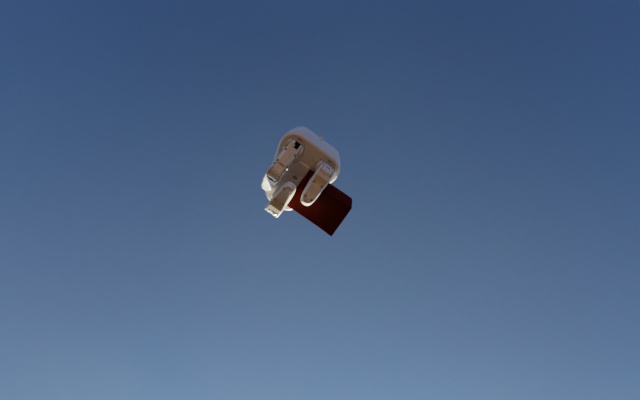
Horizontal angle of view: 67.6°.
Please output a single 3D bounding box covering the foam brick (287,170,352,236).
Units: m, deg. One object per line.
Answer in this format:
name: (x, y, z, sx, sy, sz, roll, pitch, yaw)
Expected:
foam brick: (0.000, 0.002, 0.680, 0.078, 0.053, 0.051, 36, 15, -6)
